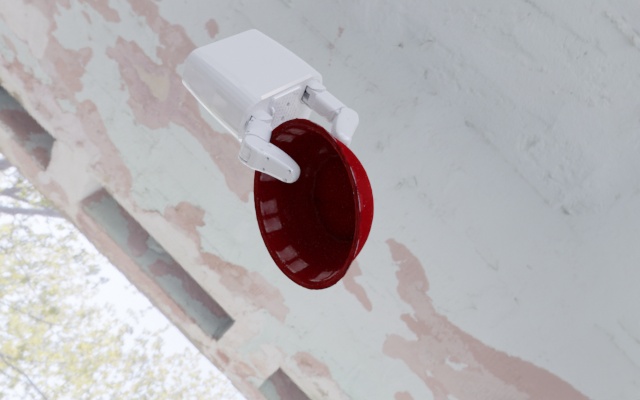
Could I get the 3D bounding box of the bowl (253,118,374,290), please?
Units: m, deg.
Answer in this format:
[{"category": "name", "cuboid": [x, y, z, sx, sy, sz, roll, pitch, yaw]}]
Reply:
[{"category": "bowl", "cuboid": [0.001, 0.003, 0.464, 0.055, 0.162, 0.162, -9, 6, -39]}]
